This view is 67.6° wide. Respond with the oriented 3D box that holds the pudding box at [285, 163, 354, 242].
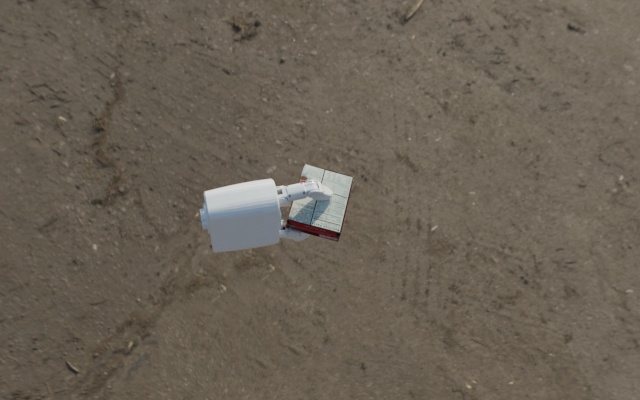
[{"bbox_3d":[0.000,0.002,0.782,0.090,0.113,0.039,16,-26,-1],"label":"pudding box"}]
